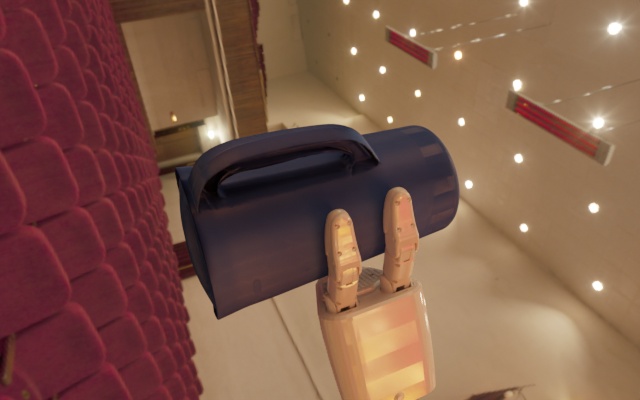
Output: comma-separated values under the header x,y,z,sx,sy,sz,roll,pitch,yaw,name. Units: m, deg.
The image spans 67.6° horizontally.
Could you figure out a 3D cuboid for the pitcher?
x,y,z,sx,sy,sz,roll,pitch,yaw,name
0.000,0.002,0.430,0.243,0.145,0.149,-16,11,-17,pitcher
